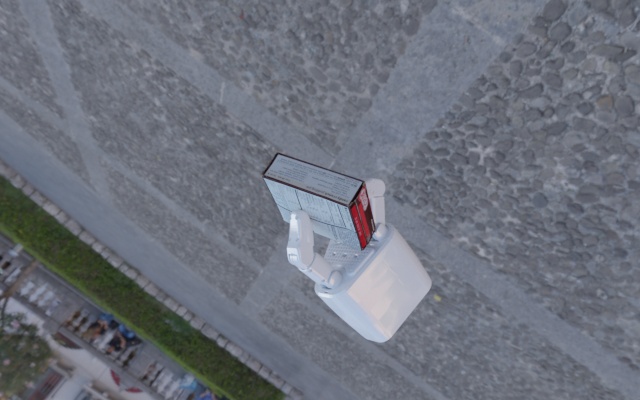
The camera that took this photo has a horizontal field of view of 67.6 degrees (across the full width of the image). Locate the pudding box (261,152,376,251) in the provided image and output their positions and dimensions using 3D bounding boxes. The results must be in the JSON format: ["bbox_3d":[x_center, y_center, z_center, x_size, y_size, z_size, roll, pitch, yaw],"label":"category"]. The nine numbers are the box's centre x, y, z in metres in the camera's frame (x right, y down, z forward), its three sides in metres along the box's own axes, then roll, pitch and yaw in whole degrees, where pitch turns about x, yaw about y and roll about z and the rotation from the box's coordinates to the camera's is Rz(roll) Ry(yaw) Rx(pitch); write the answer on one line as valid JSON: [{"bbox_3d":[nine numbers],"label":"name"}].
[{"bbox_3d":[0.000,0.002,0.519,0.113,0.039,0.090,18,-29,26],"label":"pudding box"}]
